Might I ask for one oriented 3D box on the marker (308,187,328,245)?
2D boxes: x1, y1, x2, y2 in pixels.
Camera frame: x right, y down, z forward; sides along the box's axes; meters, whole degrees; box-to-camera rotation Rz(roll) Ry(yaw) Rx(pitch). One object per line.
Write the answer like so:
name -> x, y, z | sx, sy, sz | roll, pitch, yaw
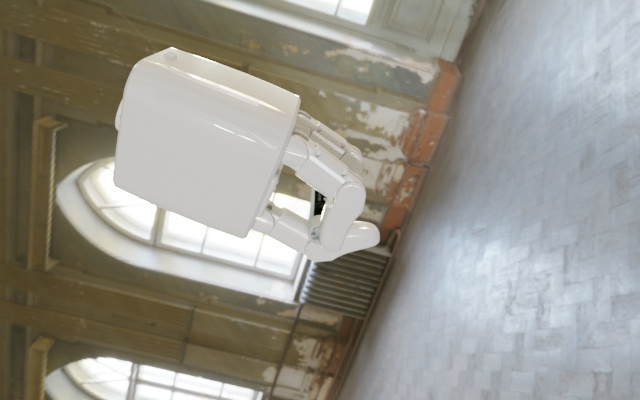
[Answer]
marker -> 0.000, 0.001, 0.413 | 0.020, 0.020, 0.121 | 0, 24, 1
